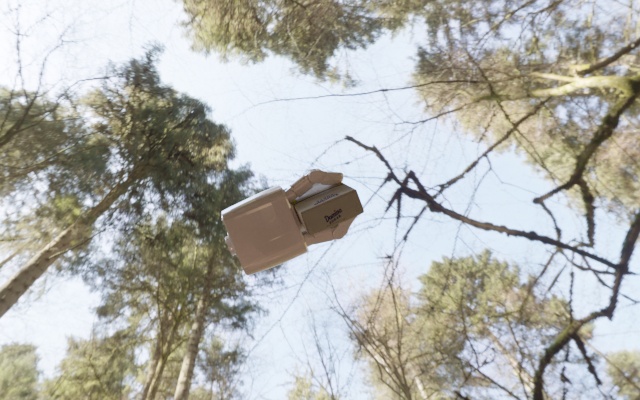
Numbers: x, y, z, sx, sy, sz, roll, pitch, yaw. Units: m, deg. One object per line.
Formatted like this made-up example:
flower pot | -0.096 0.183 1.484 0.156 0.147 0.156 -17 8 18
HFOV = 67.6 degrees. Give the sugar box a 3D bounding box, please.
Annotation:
sugar box | 0.000 0.003 0.786 0.093 0.048 0.176 -23 17 -7
